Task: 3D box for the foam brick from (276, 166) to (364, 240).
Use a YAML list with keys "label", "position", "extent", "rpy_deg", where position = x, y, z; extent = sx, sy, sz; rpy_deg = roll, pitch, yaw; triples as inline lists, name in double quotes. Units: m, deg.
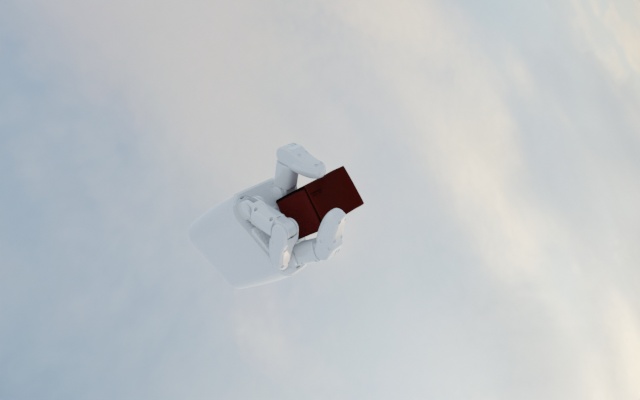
- label: "foam brick"
  position: [0.000, 0.002, 0.544]
  extent: [0.051, 0.053, 0.078]
  rpy_deg: [-26, 2, 44]
